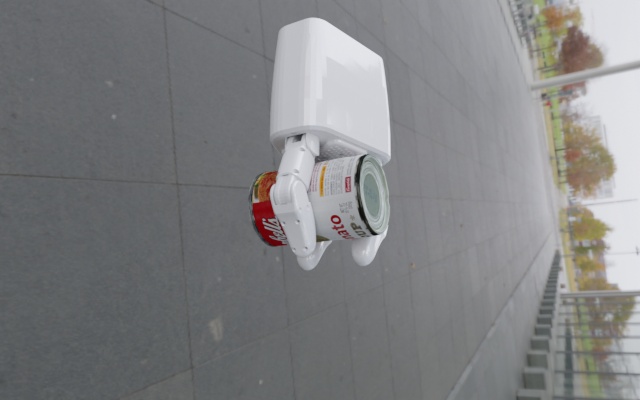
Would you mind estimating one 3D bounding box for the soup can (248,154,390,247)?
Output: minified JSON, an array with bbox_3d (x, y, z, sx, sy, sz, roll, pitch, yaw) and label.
[{"bbox_3d":[0.000,0.002,0.404,0.102,0.068,0.068,-8,-4,27],"label":"soup can"}]
